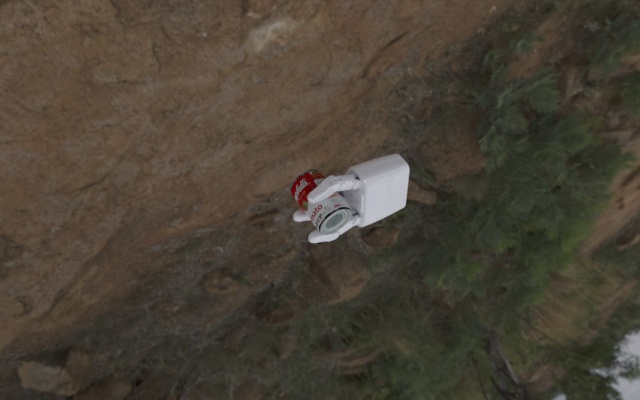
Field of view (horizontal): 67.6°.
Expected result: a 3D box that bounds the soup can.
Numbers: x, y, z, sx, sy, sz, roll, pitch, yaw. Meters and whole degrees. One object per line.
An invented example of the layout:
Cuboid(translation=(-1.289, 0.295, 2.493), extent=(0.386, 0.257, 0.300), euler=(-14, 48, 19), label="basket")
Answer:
Cuboid(translation=(0.000, 0.003, 0.847), extent=(0.068, 0.068, 0.102), euler=(0, 43, -46), label="soup can")
